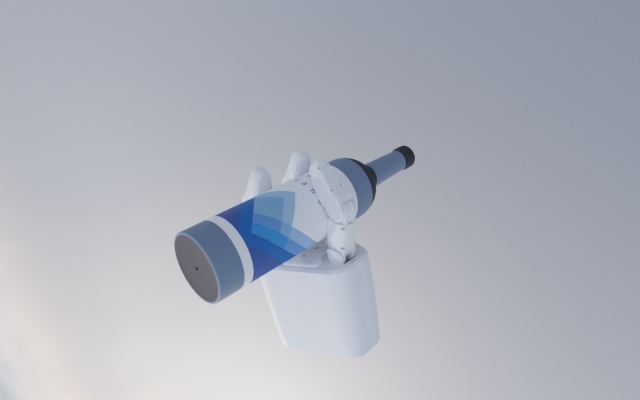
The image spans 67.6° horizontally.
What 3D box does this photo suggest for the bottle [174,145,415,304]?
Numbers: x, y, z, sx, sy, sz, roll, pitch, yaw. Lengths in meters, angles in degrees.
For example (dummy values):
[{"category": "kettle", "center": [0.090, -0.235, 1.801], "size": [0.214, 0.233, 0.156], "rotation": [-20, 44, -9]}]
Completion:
[{"category": "bottle", "center": [0.000, 0.002, 0.482], "size": [0.295, 0.069, 0.069], "rotation": [-28, 18, -38]}]
